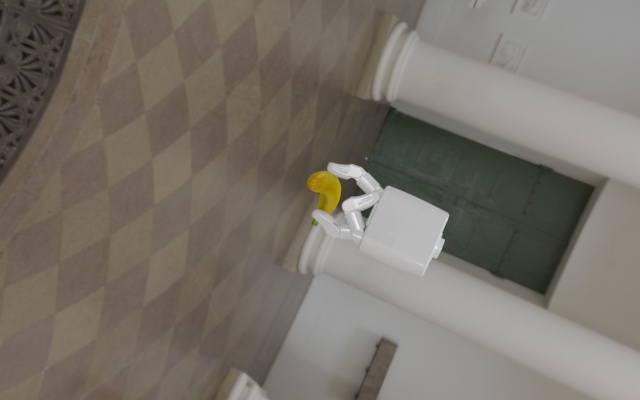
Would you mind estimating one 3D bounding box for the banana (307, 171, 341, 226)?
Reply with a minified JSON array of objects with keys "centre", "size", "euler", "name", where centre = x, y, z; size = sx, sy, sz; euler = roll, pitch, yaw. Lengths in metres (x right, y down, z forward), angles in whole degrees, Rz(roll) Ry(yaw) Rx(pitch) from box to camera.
[{"centre":[0.009,-0.012,0.816],"size":[0.037,0.069,0.198],"euler":[24,-19,12],"name":"banana"}]
